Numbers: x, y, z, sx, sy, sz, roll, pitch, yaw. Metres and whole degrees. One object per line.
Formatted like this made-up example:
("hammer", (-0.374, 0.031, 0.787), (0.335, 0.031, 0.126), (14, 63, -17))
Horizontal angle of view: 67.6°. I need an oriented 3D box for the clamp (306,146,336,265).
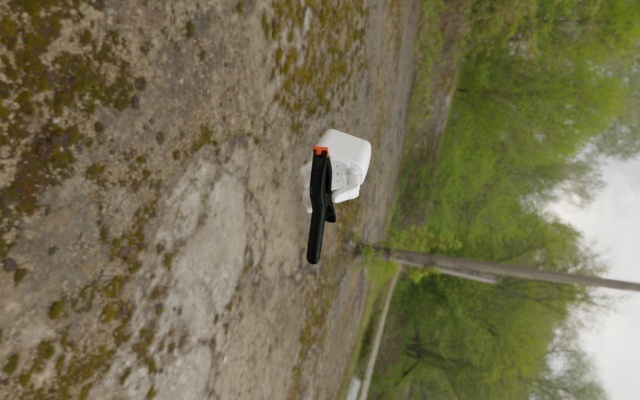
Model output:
("clamp", (0.001, 0.002, 0.888), (0.036, 0.210, 0.164), (5, 36, 12))
